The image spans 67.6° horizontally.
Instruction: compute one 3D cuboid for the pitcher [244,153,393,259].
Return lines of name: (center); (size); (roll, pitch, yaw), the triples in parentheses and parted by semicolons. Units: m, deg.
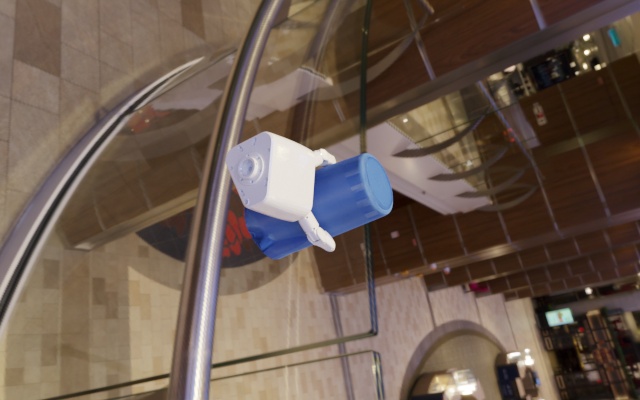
pitcher: (0.000, 0.003, 0.840); (0.243, 0.149, 0.145); (-21, -24, 28)
